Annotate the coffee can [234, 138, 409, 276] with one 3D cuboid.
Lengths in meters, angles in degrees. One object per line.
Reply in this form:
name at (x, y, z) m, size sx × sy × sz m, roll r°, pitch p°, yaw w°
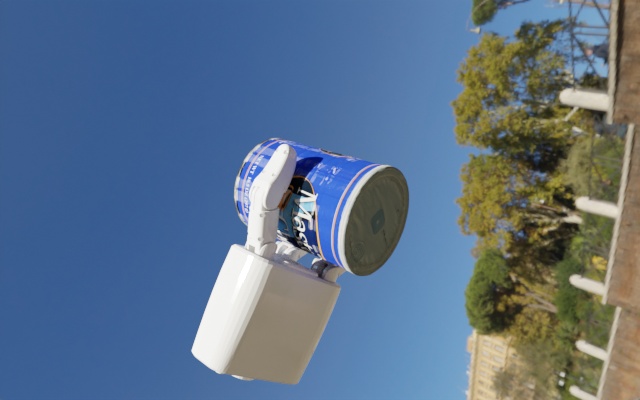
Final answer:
coffee can at (0.000, 0.001, 0.469) m, size 0.140 × 0.103 × 0.103 m, roll 19°, pitch 12°, yaw 37°
